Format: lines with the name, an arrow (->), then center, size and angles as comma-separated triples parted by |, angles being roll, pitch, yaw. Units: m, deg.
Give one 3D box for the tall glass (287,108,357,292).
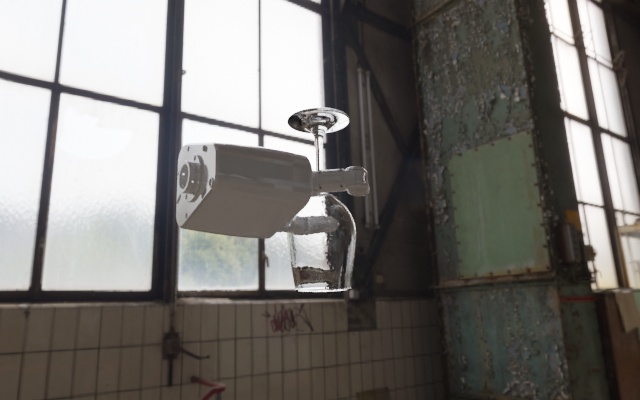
tall glass -> 0.000, 0.001, 0.545 | 0.079, 0.201, 0.079 | -2, -13, 0
